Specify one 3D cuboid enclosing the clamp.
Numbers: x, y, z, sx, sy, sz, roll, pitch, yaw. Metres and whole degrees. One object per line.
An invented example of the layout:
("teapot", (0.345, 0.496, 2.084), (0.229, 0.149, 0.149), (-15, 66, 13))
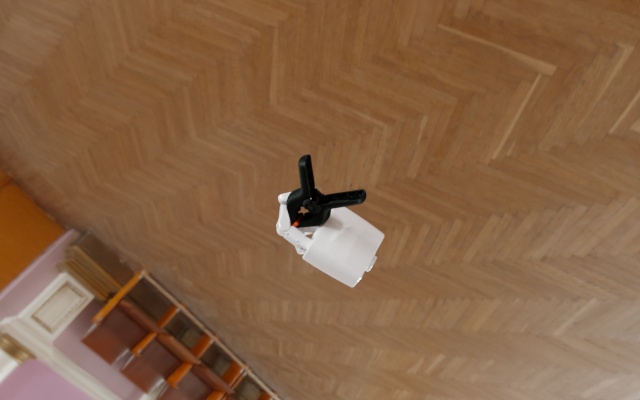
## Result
("clamp", (0.000, 0.003, 0.796), (0.120, 0.039, 0.172), (32, -36, 2))
